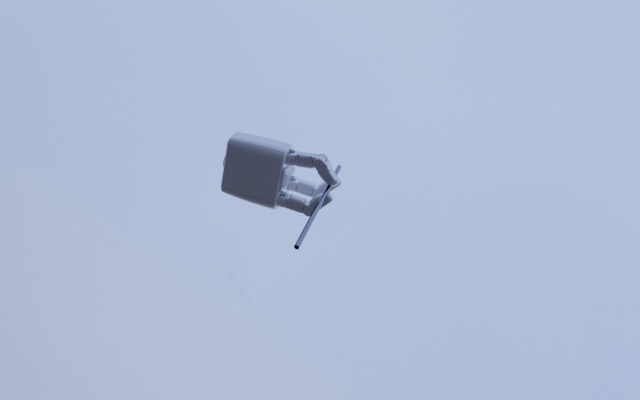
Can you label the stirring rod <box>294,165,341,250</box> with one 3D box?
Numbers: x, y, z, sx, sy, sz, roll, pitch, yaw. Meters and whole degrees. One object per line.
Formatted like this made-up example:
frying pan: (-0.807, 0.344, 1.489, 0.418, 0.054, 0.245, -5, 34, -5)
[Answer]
stirring rod: (0.000, 0.003, 0.771, 0.011, 0.011, 0.239, 0, 32, 20)
